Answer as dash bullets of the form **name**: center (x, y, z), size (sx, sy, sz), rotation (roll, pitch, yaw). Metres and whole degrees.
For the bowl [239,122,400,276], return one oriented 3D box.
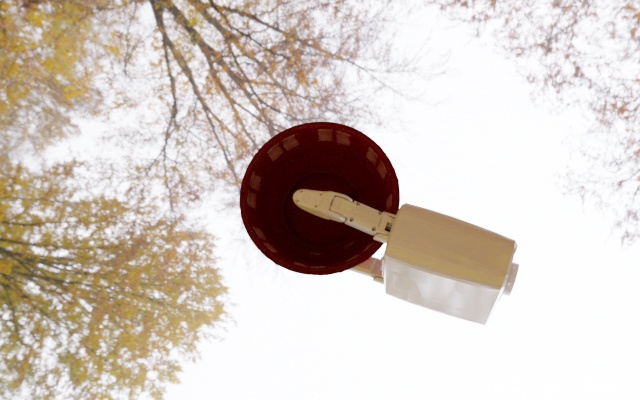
- **bowl**: center (-0.001, 0.001, 0.501), size (0.162, 0.162, 0.055), rotation (0, -17, 4)
